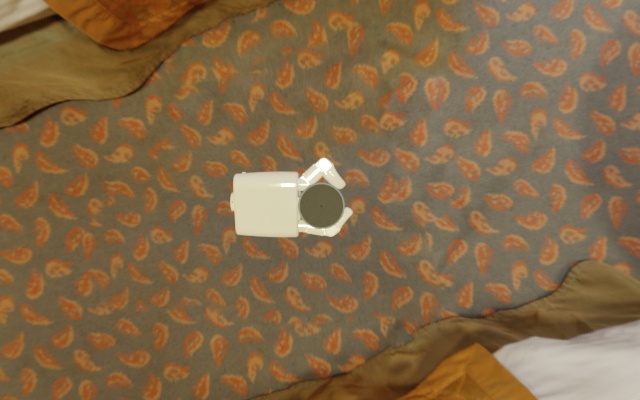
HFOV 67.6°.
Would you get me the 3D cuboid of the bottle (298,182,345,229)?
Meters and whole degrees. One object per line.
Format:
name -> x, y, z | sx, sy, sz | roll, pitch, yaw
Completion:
bottle -> 0.000, 0.003, 0.819 | 0.069, 0.069, 0.295 | 0, 2, 0
